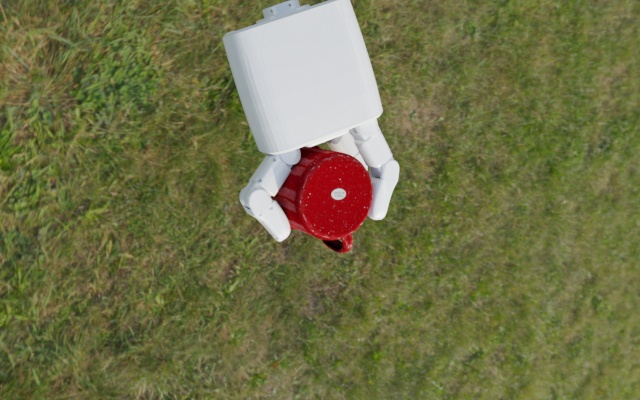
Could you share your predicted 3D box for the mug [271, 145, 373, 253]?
[{"bbox_3d":[0.001,0.003,0.466,0.093,0.117,0.081,-29,23,-22],"label":"mug"}]
